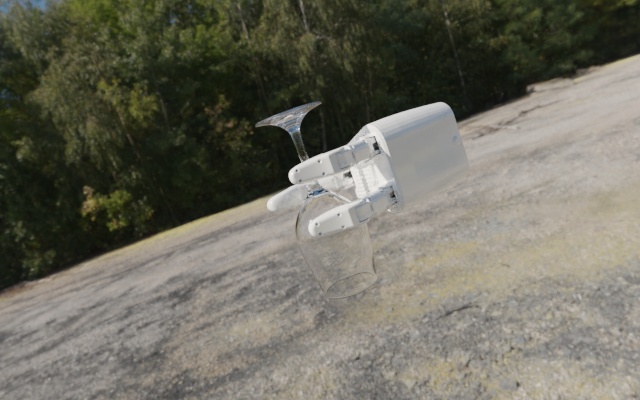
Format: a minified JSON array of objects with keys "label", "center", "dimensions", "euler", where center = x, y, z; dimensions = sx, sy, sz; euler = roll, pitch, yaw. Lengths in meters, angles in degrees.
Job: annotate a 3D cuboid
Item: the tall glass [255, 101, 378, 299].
[{"label":"tall glass","center":[0.000,0.001,0.511],"dimensions":[0.079,0.201,0.079],"euler":[-19,8,3]}]
